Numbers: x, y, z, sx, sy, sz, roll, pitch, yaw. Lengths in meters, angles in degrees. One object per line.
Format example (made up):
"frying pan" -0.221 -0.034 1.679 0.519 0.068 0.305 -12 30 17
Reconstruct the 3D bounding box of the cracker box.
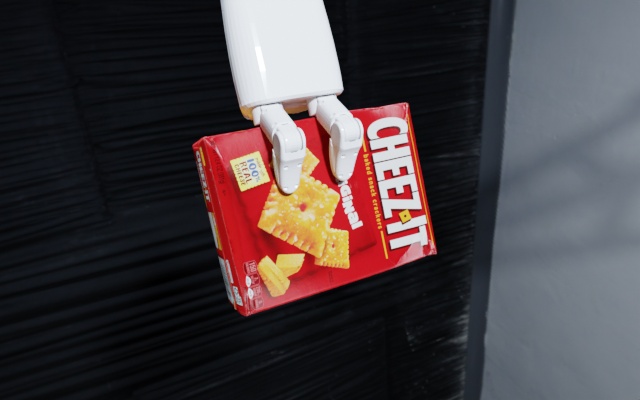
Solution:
"cracker box" 0.000 0.002 0.475 0.213 0.164 0.072 -14 6 -22
